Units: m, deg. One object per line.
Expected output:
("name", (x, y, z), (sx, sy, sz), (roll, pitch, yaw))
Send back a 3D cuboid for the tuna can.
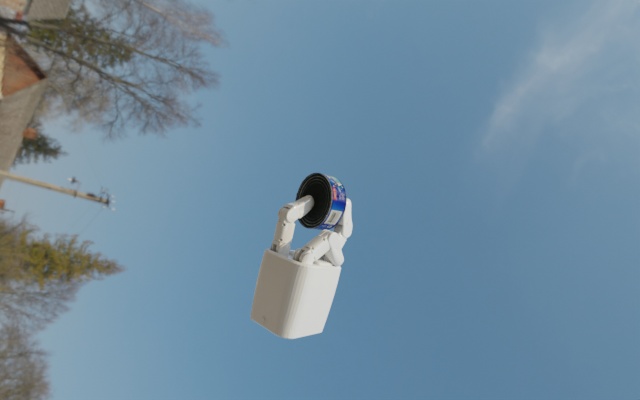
("tuna can", (0.001, 0.002, 0.733), (0.034, 0.086, 0.086), (11, -7, -40))
